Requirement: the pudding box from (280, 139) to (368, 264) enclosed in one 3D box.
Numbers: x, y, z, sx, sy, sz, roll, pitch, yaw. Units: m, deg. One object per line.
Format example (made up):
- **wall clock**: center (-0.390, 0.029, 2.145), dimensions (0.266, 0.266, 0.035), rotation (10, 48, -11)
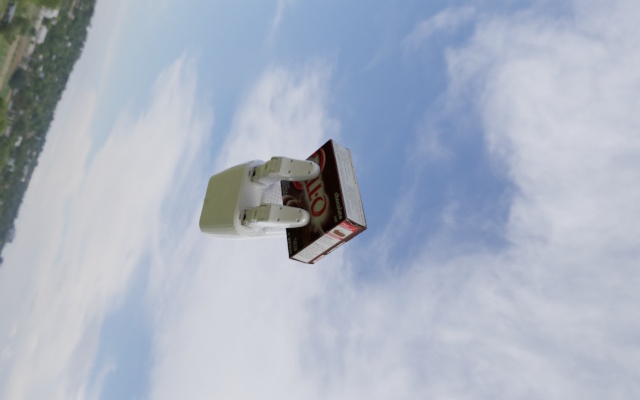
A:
- **pudding box**: center (0.000, 0.002, 0.531), dimensions (0.039, 0.113, 0.090), rotation (21, -46, -38)
